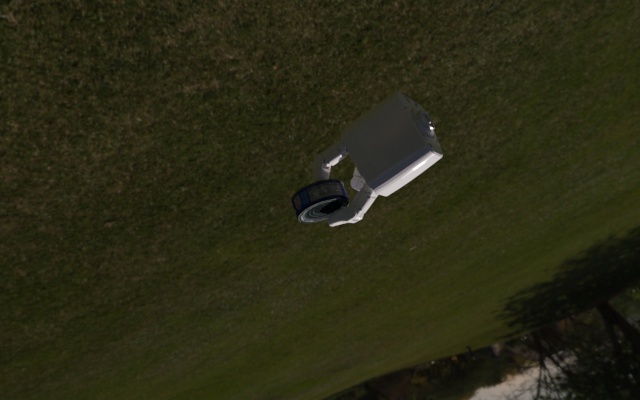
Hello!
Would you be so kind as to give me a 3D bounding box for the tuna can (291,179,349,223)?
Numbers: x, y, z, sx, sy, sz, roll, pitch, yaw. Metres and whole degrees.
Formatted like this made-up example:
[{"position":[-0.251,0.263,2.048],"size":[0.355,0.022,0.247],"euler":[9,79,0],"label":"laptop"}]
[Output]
[{"position":[0.000,0.003,0.737],"size":[0.086,0.033,0.086],"euler":[-17,-21,-7],"label":"tuna can"}]
